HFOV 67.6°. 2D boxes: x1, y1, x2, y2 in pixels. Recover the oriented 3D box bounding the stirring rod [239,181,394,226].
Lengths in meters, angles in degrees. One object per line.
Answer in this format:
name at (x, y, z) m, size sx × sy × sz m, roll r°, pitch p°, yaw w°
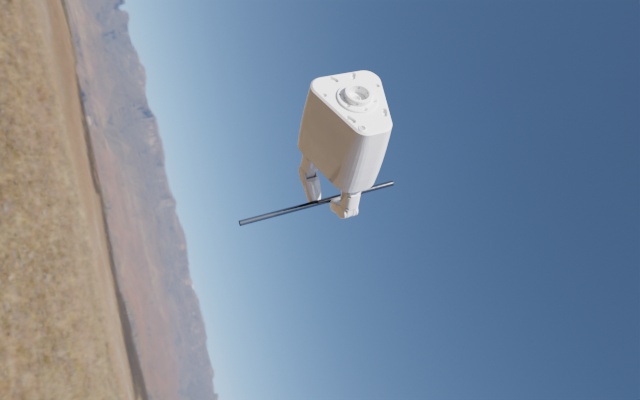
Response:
stirring rod at (0.000, 0.002, 0.685) m, size 0.239 × 0.011 × 0.011 m, roll -15°, pitch 5°, yaw -20°
